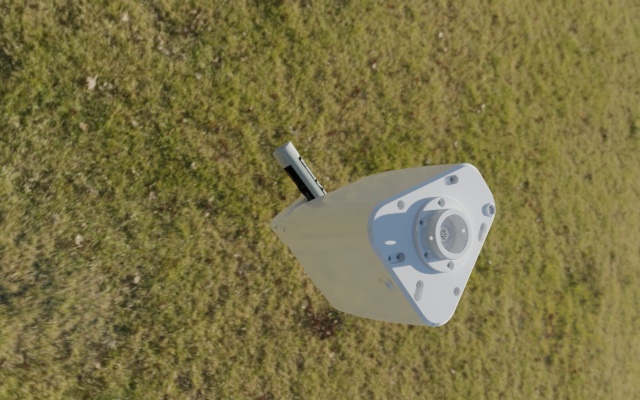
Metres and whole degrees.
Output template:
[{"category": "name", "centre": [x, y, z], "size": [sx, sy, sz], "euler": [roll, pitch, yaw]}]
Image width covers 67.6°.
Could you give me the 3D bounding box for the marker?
[{"category": "marker", "centre": [0.000, 0.001, 0.428], "size": [0.020, 0.121, 0.020], "euler": [-33, 16, 11]}]
